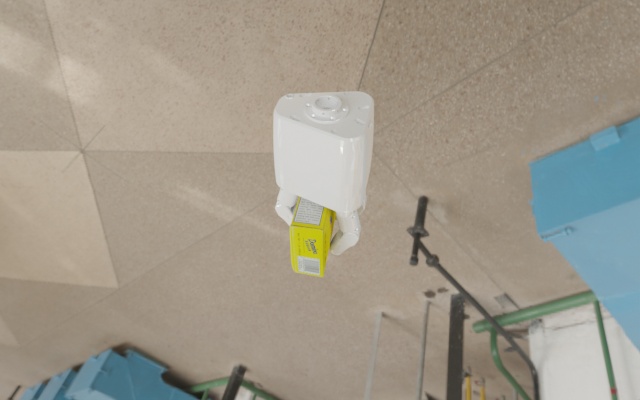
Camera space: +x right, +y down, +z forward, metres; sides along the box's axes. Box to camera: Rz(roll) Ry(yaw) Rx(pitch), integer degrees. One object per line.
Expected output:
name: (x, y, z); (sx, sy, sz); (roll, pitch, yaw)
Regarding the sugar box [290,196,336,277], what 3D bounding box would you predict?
sugar box: (0.001, 0.002, 0.629); (0.048, 0.176, 0.093); (9, -44, 8)
